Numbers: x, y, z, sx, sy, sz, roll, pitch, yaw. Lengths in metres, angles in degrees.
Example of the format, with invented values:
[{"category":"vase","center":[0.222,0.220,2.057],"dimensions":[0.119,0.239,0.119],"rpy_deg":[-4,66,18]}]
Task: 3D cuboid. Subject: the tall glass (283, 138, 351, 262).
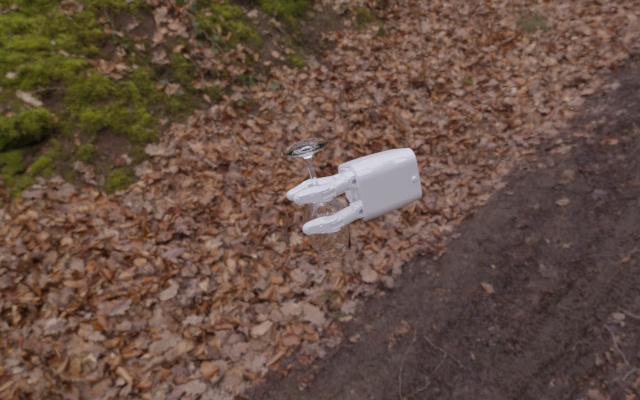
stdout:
[{"category":"tall glass","center":[0.000,0.002,0.795],"dimensions":[0.079,0.201,0.079],"rpy_deg":[-12,25,6]}]
